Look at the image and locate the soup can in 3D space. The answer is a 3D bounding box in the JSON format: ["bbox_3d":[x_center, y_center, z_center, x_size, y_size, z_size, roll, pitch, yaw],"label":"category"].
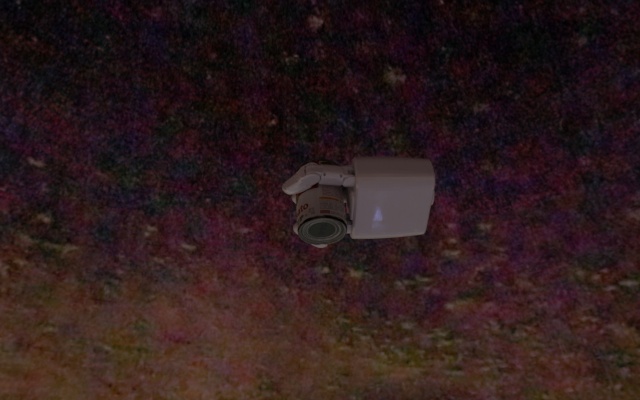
[{"bbox_3d":[0.000,0.002,0.658,0.068,0.102,0.069,-3,-38,-2],"label":"soup can"}]
